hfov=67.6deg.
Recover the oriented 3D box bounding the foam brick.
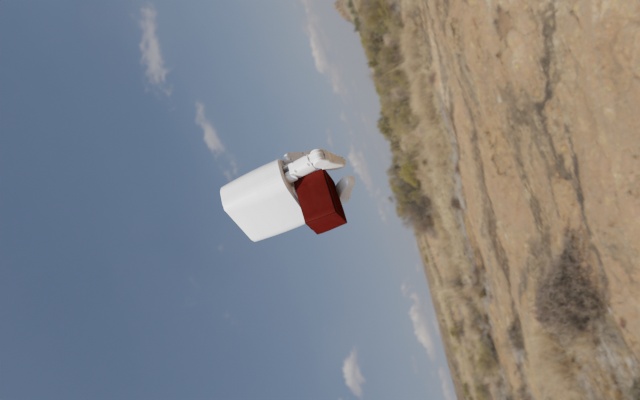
[{"bbox_3d":[0.000,0.003,0.713,0.051,0.078,0.053,-23,-29,11],"label":"foam brick"}]
